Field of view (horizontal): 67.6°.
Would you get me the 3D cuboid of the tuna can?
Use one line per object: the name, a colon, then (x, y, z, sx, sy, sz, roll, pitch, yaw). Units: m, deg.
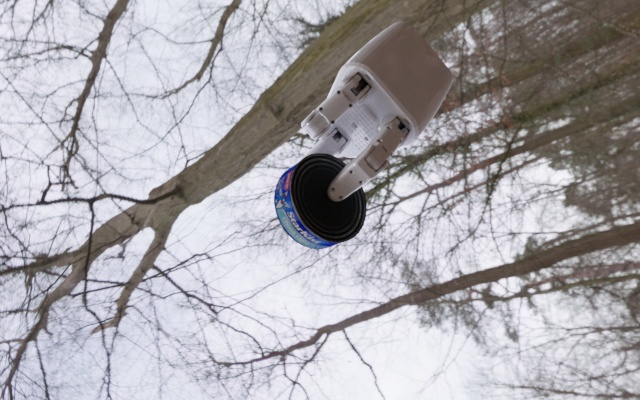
tuna can: (0.000, 0.002, 0.445, 0.086, 0.086, 0.034, 0, -18, -38)
